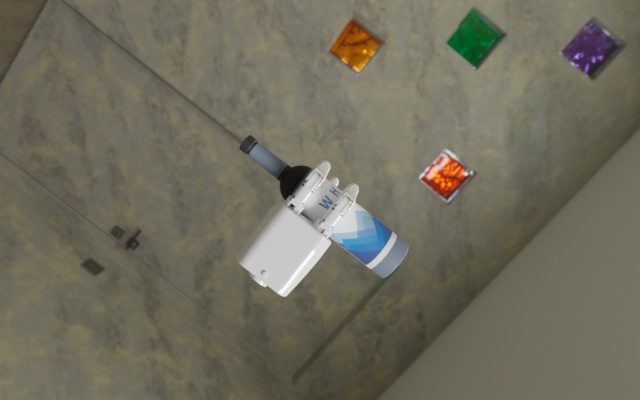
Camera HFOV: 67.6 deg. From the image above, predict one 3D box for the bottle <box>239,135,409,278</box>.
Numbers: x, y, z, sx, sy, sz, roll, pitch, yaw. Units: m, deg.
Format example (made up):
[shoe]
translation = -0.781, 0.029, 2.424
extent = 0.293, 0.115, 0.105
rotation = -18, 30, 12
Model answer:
[bottle]
translation = 0.000, 0.002, 0.731
extent = 0.296, 0.069, 0.069
rotation = 38, -3, -3
